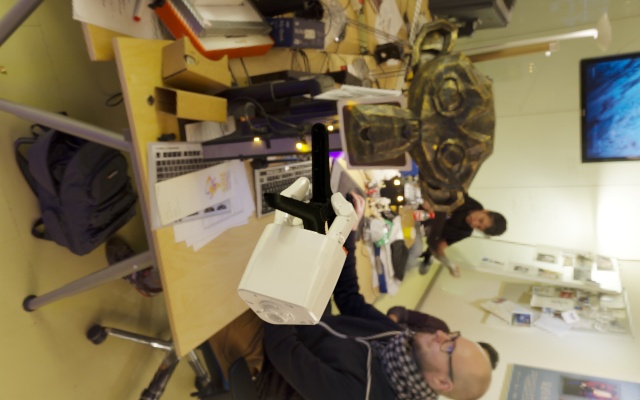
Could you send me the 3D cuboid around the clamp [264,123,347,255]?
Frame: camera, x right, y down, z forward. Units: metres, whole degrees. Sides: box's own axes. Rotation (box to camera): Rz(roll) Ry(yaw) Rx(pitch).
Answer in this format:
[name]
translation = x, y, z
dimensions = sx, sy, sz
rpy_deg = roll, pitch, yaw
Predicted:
[clamp]
translation = 0.001, 0.003, 0.710
dimensions = 0.036, 0.164, 0.210
rpy_deg = 5, -38, 32
